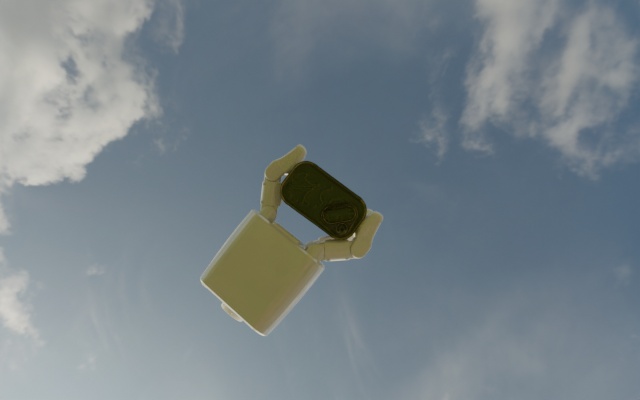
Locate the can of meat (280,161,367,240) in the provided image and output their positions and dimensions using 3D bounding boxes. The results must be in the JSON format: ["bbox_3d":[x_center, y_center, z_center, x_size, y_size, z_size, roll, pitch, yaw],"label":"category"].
[{"bbox_3d":[0.000,0.002,0.587,0.102,0.057,0.084,36,-5,-3],"label":"can of meat"}]
